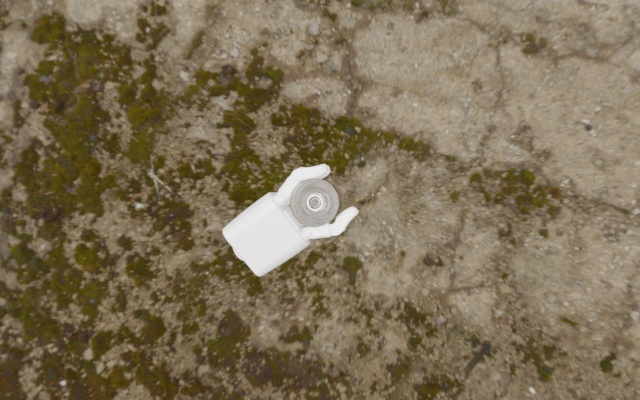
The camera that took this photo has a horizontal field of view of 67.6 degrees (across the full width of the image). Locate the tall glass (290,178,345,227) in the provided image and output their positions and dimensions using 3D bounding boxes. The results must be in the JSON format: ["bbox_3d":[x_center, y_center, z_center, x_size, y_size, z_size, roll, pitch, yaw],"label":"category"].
[{"bbox_3d":[0.000,0.003,0.815,0.079,0.079,0.201,0,1,6],"label":"tall glass"}]
